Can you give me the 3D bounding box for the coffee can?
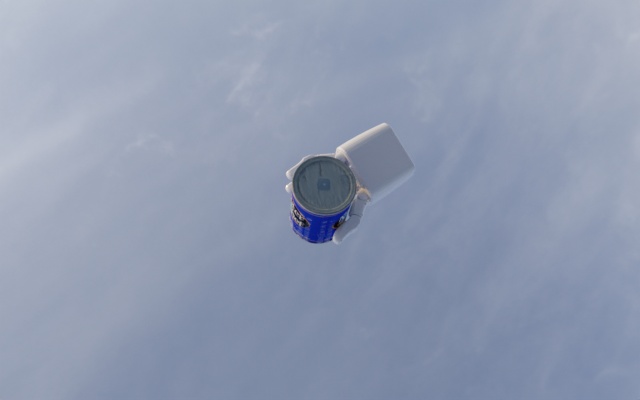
[{"bbox_3d":[0.000,0.003,0.810,0.103,0.102,0.140,0,-24,-5],"label":"coffee can"}]
